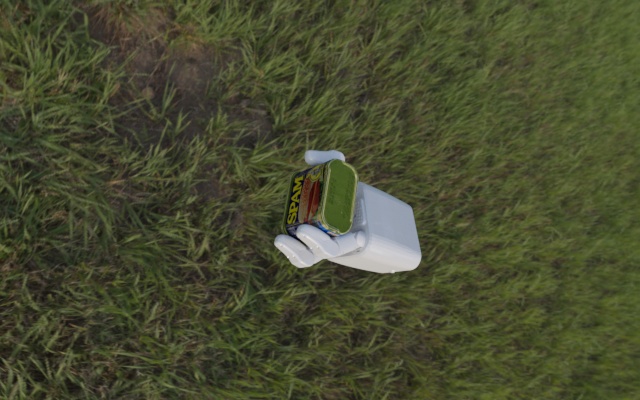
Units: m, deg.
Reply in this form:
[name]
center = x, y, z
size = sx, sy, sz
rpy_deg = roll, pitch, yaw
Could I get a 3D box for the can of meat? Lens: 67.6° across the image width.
[can of meat]
center = 0.000, 0.002, 0.628
size = 0.057, 0.102, 0.084
rpy_deg = 23, -26, -33
